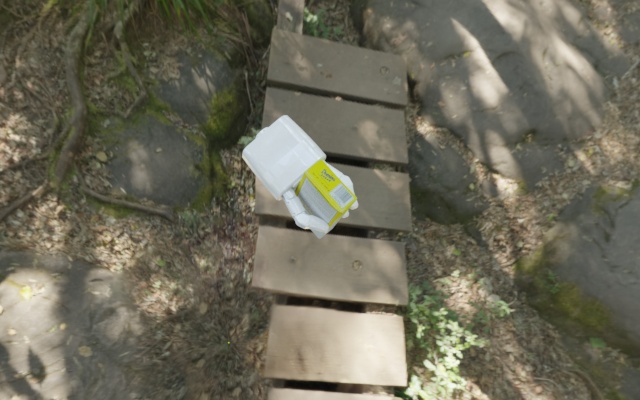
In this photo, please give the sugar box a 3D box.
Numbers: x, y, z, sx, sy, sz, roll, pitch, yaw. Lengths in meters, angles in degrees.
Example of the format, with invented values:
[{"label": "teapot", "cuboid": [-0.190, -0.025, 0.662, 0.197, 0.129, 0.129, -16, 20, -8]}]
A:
[{"label": "sugar box", "cuboid": [0.000, 0.002, 0.856, 0.048, 0.093, 0.176, -39, -6, -19]}]
